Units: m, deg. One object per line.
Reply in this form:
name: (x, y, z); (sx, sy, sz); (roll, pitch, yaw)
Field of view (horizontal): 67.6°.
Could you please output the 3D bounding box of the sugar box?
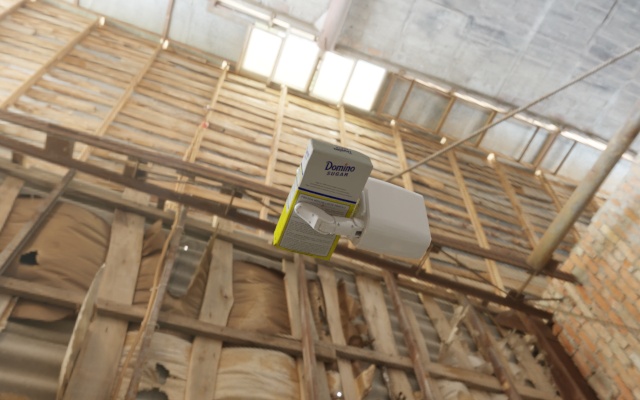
sugar box: (0.000, 0.002, 0.705); (0.093, 0.176, 0.048); (15, 28, -16)
